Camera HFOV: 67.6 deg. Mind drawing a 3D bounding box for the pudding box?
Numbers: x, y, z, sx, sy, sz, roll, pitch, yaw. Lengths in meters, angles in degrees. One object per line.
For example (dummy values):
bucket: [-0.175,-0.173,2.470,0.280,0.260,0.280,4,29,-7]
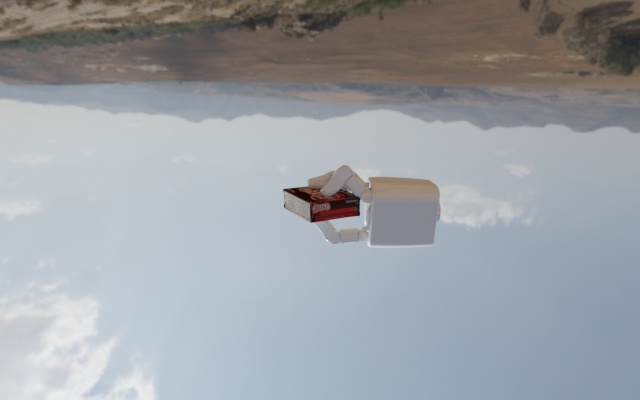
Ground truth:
pudding box: [0.000,0.003,0.785,0.090,0.039,0.113,-6,12,-26]
